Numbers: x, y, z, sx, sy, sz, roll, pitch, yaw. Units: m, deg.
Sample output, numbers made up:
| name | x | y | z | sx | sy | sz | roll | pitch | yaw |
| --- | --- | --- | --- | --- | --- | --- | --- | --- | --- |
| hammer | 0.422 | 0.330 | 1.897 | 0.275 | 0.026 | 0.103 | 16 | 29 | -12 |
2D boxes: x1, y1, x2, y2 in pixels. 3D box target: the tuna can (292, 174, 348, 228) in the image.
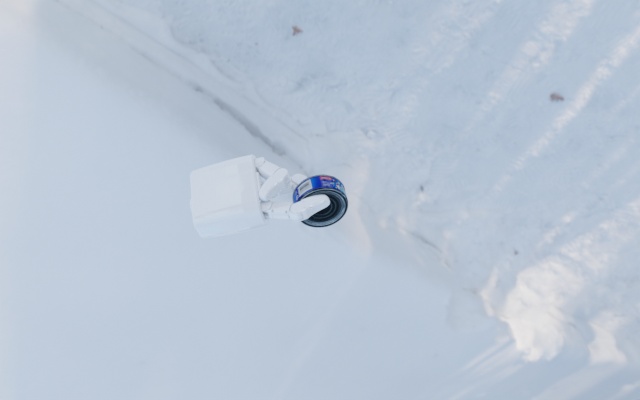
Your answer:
| name | x | y | z | sx | sy | sz | roll | pitch | yaw |
| --- | --- | --- | --- | --- | --- | --- | --- | --- | --- |
| tuna can | 0.000 | 0.003 | 0.752 | 0.086 | 0.086 | 0.033 | 0 | 41 | -13 |
